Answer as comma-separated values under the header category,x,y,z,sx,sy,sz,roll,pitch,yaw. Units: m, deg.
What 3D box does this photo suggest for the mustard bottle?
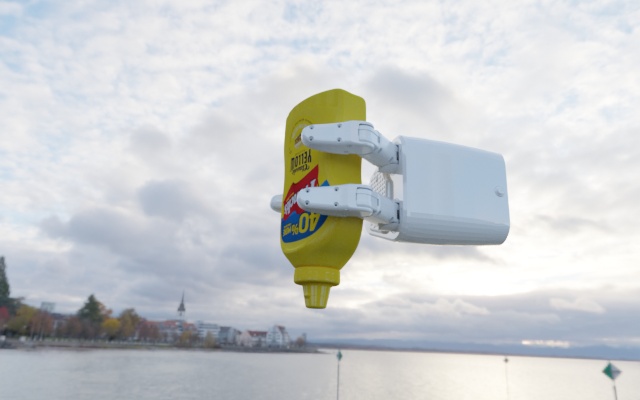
category,x,y,z,sx,sy,sz,roll,pitch,yaw
mustard bottle,0.000,0.001,0.438,0.058,0.191,0.096,14,-21,-36
